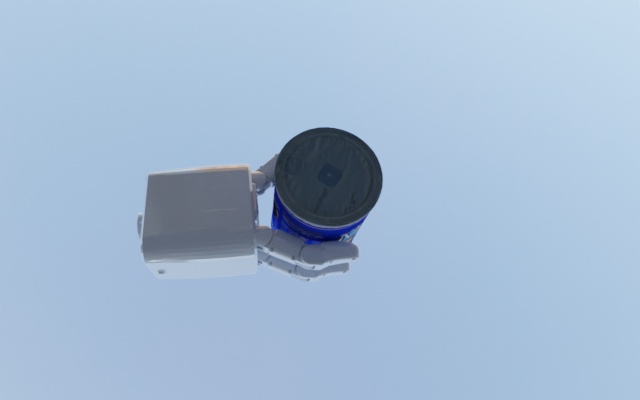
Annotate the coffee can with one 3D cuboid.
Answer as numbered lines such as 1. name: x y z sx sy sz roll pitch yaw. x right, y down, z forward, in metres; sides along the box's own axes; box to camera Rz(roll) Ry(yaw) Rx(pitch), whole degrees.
1. coffee can: 0.000 0.002 0.508 0.103 0.102 0.140 0 -22 -7
